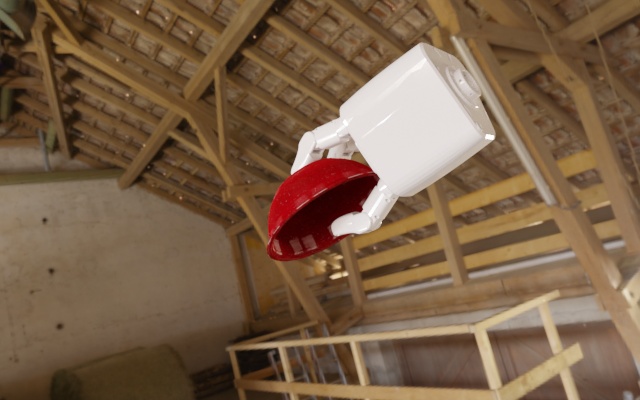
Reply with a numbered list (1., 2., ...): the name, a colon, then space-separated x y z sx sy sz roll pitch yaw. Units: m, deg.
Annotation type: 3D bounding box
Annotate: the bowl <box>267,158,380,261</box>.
1. bowl: -0.001 0.002 0.545 0.162 0.055 0.162 -28 -24 -13
